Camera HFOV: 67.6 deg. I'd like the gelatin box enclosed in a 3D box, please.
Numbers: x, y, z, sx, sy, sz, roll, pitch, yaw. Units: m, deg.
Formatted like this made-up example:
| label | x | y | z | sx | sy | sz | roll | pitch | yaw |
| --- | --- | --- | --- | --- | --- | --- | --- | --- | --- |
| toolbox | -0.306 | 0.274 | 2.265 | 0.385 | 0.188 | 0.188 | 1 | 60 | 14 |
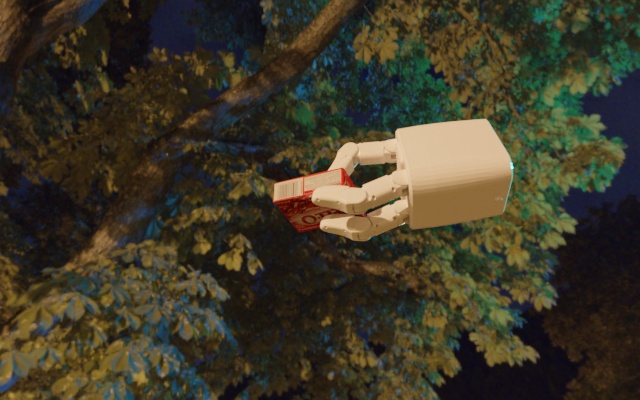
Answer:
| label | x | y | z | sx | sy | sz | roll | pitch | yaw |
| --- | --- | --- | --- | --- | --- | --- | --- | --- | --- |
| gelatin box | 0.000 | 0.002 | 0.558 | 0.089 | 0.030 | 0.073 | -12 | -36 | 19 |
